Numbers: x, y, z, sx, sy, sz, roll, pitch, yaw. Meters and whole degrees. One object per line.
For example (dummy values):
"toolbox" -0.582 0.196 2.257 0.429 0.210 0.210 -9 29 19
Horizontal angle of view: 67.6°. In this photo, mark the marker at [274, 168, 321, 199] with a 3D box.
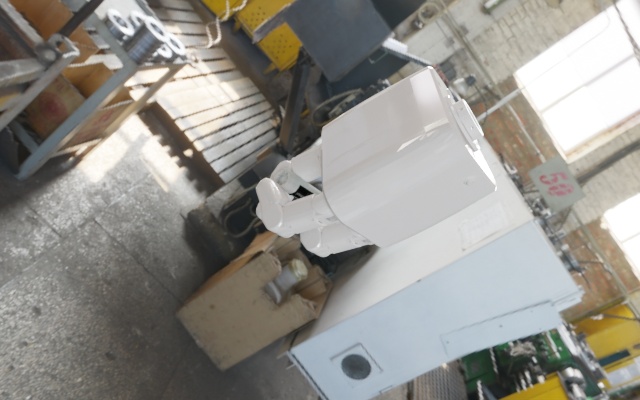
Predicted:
"marker" 0.000 0.002 0.465 0.020 0.020 0.121 0 -21 37
